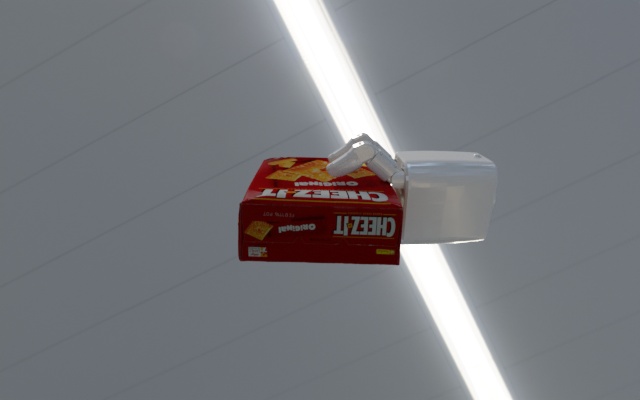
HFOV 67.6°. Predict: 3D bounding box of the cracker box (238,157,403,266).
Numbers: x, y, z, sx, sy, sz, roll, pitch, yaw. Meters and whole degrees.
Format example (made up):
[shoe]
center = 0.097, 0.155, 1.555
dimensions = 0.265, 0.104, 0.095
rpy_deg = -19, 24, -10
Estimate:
[cracker box]
center = 0.000, 0.002, 0.570
dimensions = 0.164, 0.072, 0.213
rpy_deg = 1, 16, 0
